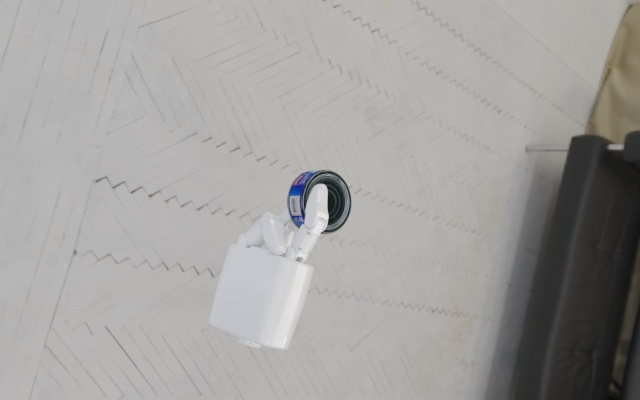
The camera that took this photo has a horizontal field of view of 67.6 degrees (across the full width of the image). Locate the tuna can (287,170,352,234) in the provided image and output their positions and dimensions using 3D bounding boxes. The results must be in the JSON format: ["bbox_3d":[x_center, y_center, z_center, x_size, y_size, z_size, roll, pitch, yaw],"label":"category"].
[{"bbox_3d":[0.000,0.002,0.632,0.086,0.086,0.034,0,-1,-38],"label":"tuna can"}]
